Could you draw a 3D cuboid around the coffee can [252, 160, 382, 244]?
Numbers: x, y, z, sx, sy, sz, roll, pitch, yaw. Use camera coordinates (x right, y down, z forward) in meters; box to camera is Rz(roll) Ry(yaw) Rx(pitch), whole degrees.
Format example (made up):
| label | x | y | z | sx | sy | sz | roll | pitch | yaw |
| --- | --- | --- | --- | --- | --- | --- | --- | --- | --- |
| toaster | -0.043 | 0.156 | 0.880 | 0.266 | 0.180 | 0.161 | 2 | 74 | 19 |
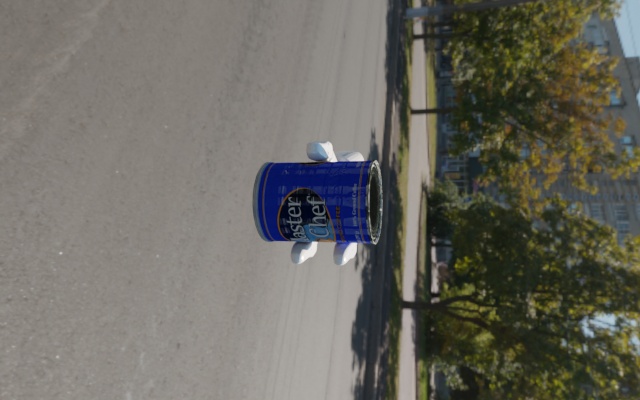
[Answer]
| label | x | y | z | sx | sy | sz | roll | pitch | yaw |
| --- | --- | --- | --- | --- | --- | --- | --- | --- | --- |
| coffee can | 0.000 | 0.002 | 0.595 | 0.140 | 0.103 | 0.103 | 0 | 0 | 16 |
